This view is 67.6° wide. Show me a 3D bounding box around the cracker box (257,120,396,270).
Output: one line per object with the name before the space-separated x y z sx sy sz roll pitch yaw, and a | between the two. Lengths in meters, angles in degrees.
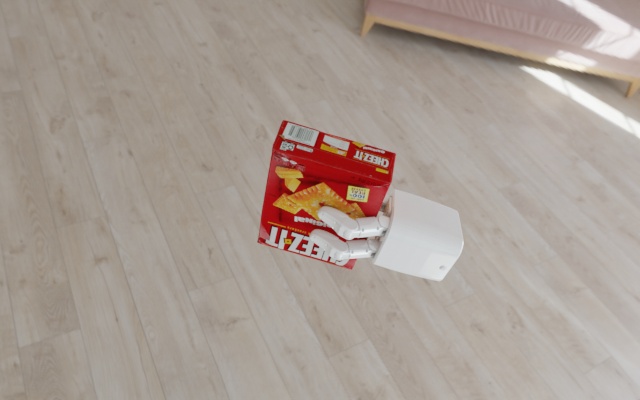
cracker box | 0.000 0.002 0.707 0.164 0.072 0.214 17 -43 0
